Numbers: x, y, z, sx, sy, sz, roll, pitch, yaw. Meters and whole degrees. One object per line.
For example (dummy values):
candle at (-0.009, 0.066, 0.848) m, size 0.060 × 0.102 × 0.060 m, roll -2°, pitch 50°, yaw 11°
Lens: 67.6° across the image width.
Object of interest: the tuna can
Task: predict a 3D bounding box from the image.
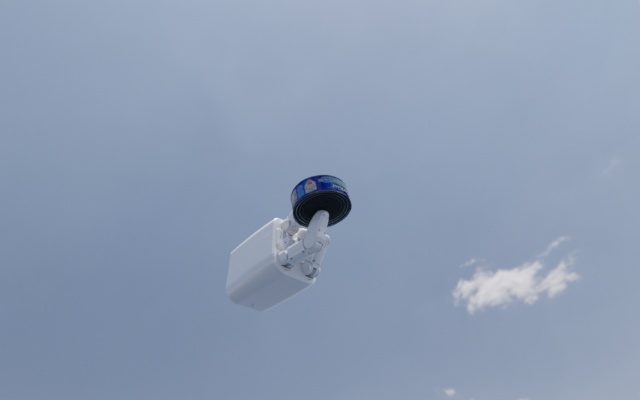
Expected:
tuna can at (0.000, 0.002, 0.692) m, size 0.086 × 0.033 × 0.086 m, roll -8°, pitch -39°, yaw -6°
